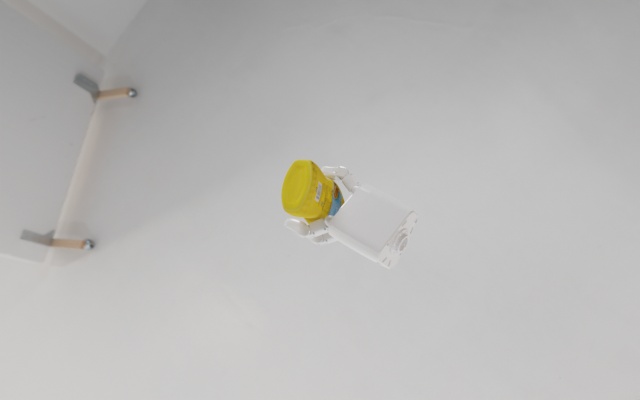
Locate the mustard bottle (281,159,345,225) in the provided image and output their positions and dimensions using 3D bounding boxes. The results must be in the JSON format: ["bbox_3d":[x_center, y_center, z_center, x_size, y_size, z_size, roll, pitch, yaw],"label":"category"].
[{"bbox_3d":[0.000,0.003,0.872,0.058,0.096,0.192,3,-17,28],"label":"mustard bottle"}]
